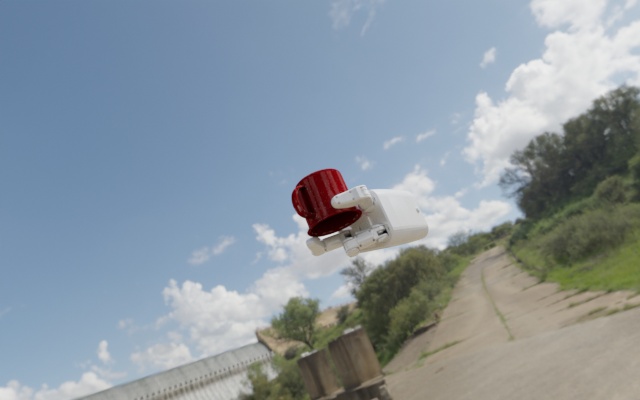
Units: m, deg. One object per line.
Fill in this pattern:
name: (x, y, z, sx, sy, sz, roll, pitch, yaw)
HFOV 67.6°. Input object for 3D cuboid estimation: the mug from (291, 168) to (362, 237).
mug: (-0.001, 0.002, 0.758, 0.117, 0.081, 0.093, -1, -29, -44)
